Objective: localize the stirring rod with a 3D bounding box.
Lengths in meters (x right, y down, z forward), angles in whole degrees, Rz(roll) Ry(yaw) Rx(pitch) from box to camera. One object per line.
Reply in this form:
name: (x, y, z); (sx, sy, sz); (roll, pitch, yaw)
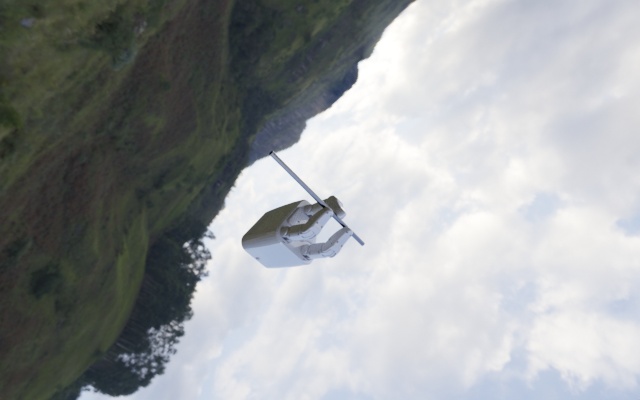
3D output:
stirring rod: (0.000, 0.002, 0.772); (0.011, 0.011, 0.240); (0, -38, 51)
